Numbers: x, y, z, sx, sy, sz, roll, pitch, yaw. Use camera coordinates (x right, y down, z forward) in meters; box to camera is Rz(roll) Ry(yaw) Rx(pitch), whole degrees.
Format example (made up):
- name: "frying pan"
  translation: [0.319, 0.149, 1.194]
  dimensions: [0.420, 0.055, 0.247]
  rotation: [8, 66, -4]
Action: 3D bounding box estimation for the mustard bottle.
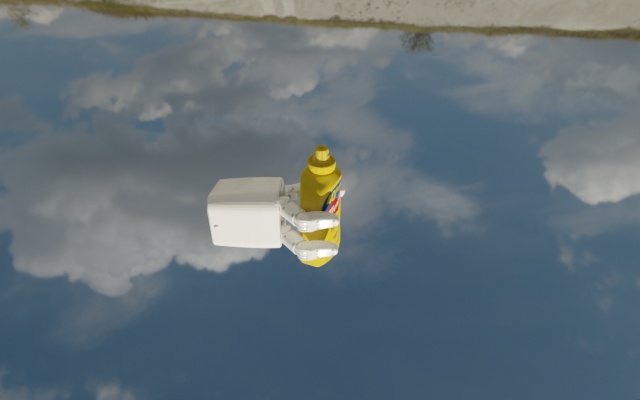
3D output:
- name: "mustard bottle"
  translation: [0.000, 0.003, 0.733]
  dimensions: [0.058, 0.192, 0.096]
  rotation: [15, 38, 19]
